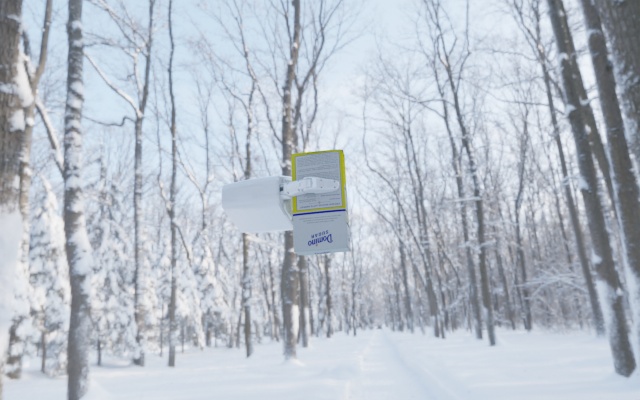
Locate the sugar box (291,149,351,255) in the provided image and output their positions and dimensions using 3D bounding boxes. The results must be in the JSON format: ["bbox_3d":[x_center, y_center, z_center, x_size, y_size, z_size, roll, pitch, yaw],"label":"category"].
[{"bbox_3d":[0.000,0.003,0.817,0.093,0.176,0.048,-5,-16,10],"label":"sugar box"}]
